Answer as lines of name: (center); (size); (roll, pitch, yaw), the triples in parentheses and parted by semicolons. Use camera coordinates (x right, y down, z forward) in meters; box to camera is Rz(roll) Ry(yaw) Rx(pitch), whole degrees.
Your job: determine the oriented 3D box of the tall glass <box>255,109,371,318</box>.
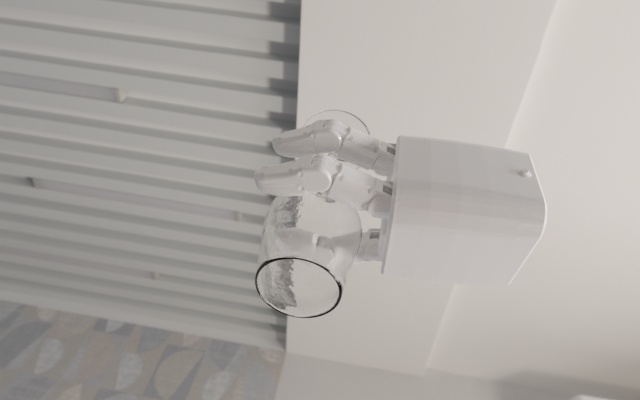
tall glass: (0.000, 0.001, 0.407); (0.079, 0.079, 0.201); (0, 37, 12)
